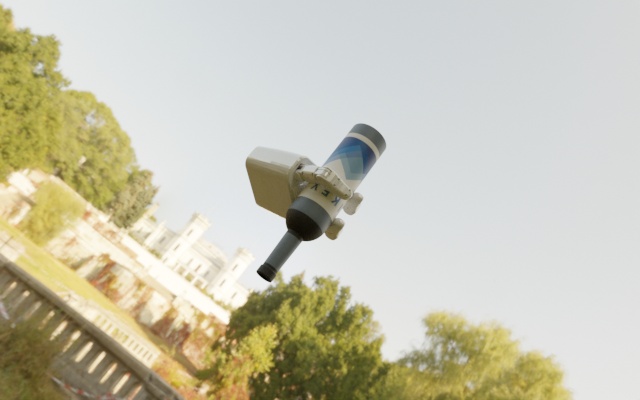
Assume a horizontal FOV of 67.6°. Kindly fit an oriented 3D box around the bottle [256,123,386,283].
[{"bbox_3d":[0.000,0.002,0.742,0.069,0.295,0.069,30,-24,15],"label":"bottle"}]
